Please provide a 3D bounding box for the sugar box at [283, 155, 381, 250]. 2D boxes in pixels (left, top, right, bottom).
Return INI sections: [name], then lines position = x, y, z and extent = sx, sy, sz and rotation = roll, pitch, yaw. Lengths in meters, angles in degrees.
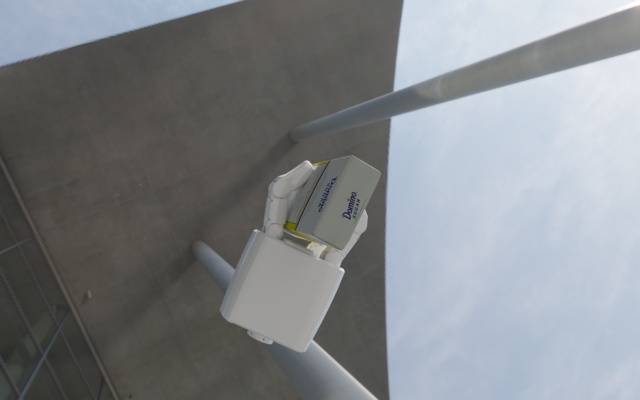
[sugar box]
position = 0.000, 0.002, 0.559
extent = 0.048, 0.093, 0.176
rotation = 29, -8, -19
